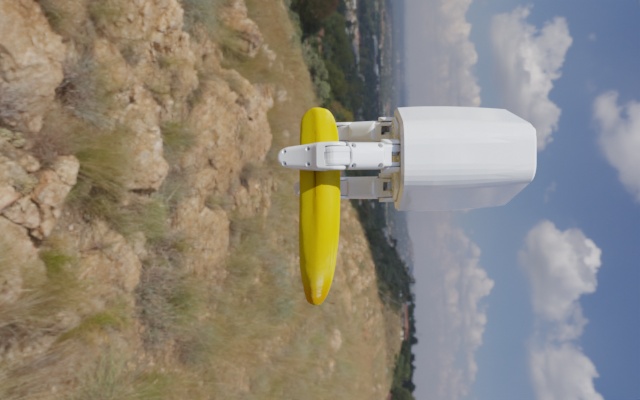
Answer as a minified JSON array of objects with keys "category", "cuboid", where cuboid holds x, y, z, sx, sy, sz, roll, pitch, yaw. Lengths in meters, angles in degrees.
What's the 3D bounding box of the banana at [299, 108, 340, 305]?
[{"category":"banana","cuboid":[0.000,-0.008,0.433,0.037,0.197,0.070,-1,-20,1]}]
